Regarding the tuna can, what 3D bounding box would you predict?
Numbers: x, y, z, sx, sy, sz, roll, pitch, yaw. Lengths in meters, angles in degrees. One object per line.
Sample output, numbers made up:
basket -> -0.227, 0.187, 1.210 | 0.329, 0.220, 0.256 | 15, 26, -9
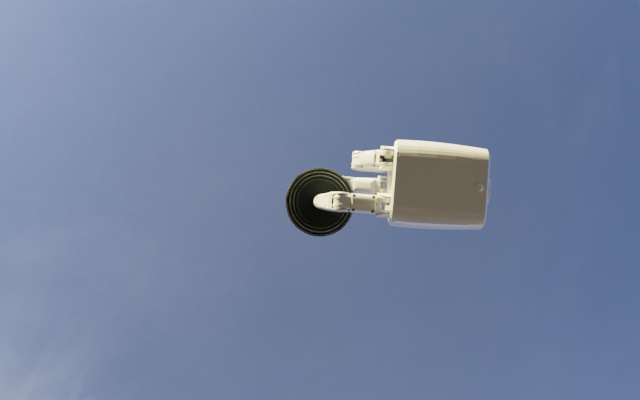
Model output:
tuna can -> 0.000, 0.002, 0.608 | 0.086, 0.086, 0.034 | 0, 0, 3
